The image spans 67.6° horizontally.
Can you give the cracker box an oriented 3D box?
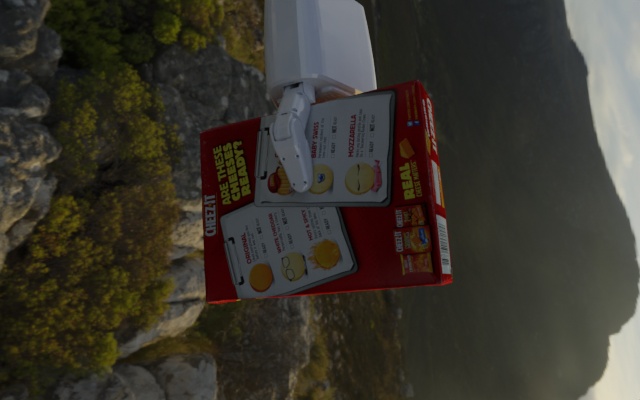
[{"bbox_3d":[0.000,0.001,0.429,0.214,0.164,0.072,-9,-12,23],"label":"cracker box"}]
